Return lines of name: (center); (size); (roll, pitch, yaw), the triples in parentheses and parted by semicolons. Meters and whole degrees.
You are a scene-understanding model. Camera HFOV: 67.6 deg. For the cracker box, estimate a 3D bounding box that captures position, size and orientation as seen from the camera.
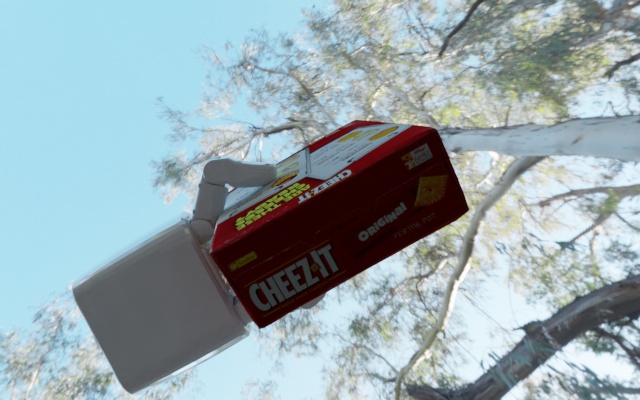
cracker box: (0.000, 0.001, 0.405); (0.164, 0.072, 0.213); (-30, 14, -3)
